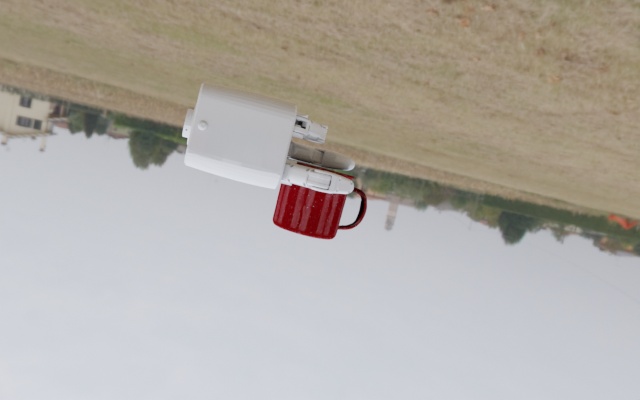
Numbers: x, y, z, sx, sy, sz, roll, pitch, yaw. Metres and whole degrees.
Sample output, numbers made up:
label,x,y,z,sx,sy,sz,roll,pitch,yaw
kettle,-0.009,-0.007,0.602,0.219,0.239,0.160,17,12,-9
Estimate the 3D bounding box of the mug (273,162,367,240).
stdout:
label,x,y,z,sx,sy,sz,roll,pitch,yaw
mug,0.001,0.002,0.591,0.117,0.081,0.093,14,3,-12
